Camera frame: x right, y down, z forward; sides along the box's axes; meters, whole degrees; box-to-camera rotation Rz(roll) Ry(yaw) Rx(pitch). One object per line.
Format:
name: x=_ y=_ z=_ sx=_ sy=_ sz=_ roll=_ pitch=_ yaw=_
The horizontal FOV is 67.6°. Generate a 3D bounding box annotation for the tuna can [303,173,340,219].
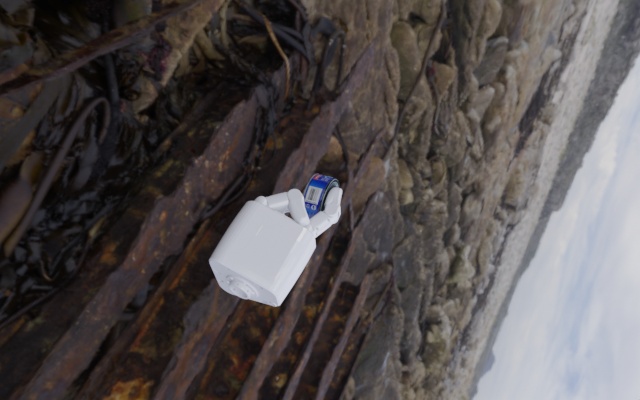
tuna can: x=0.001 y=0.003 z=0.754 sx=0.034 sy=0.086 sz=0.086 roll=15 pitch=5 yaw=19
